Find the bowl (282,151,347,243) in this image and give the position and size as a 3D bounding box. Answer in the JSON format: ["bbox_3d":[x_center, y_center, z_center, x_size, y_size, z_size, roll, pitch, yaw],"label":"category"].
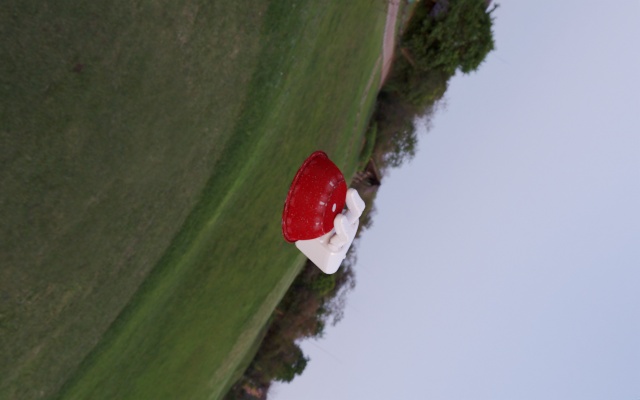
[{"bbox_3d":[0.000,0.002,0.782,0.055,0.162,0.162,20,7,20],"label":"bowl"}]
